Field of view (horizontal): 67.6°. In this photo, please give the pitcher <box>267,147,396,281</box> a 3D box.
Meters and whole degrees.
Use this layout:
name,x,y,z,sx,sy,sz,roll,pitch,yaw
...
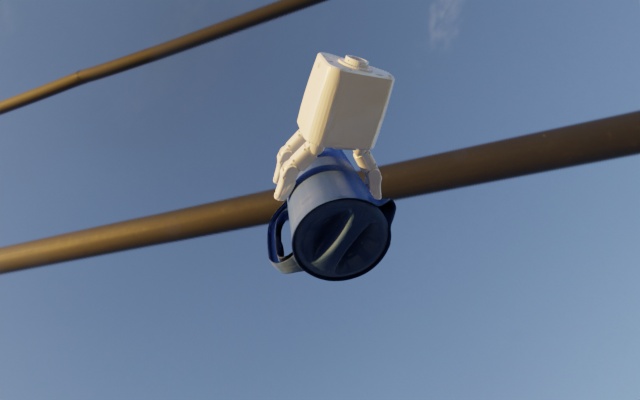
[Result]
name,x,y,z,sx,sy,sz,roll,pitch,yaw
pitcher,0.000,0.002,0.719,0.149,0.145,0.242,8,28,-15
